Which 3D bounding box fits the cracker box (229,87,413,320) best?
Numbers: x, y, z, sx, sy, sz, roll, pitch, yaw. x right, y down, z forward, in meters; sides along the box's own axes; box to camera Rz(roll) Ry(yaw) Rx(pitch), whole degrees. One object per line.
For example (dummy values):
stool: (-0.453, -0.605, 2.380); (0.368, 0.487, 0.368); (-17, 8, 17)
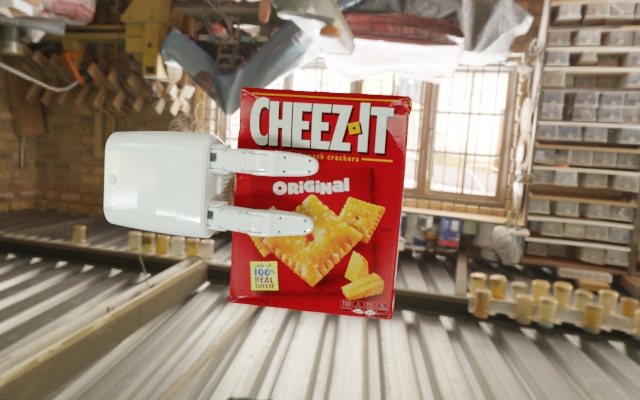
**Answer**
cracker box: (0.000, 0.002, 0.477); (0.164, 0.214, 0.072); (5, 6, 9)
